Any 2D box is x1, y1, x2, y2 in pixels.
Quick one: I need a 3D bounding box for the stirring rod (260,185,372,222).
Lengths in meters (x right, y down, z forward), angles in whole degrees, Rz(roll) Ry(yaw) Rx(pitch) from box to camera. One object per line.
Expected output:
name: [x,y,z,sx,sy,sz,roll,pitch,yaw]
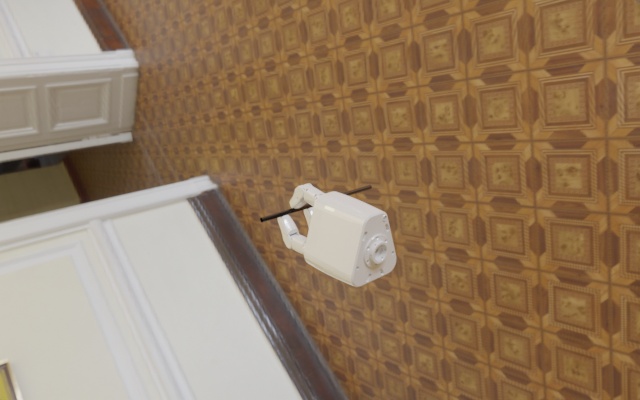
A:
stirring rod: [0.000,0.003,0.822,0.239,0.011,0.011,-17,10,-36]
